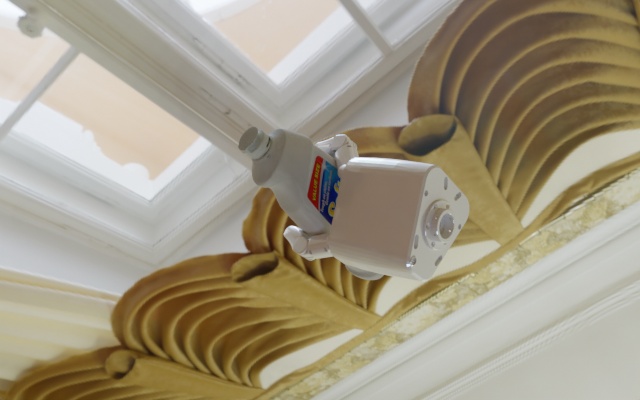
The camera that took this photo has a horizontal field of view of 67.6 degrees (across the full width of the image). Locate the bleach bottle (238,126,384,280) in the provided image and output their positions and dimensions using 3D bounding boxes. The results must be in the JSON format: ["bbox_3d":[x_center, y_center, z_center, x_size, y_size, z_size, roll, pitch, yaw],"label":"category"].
[{"bbox_3d":[0.000,0.002,0.566,0.068,0.102,0.251,9,-21,48],"label":"bleach bottle"}]
